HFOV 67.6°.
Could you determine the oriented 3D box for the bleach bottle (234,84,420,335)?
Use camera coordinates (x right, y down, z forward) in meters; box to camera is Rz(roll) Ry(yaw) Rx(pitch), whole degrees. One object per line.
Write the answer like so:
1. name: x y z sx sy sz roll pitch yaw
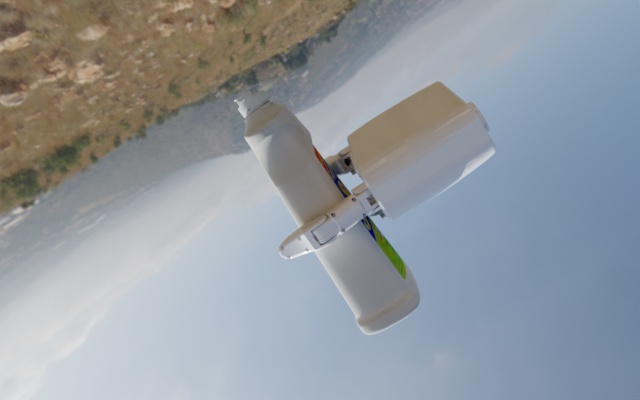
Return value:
1. bleach bottle: 0.000 0.002 0.462 0.068 0.251 0.102 -33 10 11
